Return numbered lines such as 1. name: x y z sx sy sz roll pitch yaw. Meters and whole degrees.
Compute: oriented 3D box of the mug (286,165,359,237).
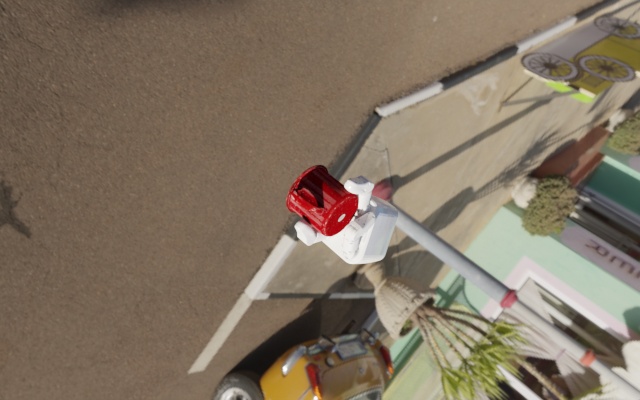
1. mug: 0.000 0.002 0.747 0.081 0.093 0.117 39 15 28
